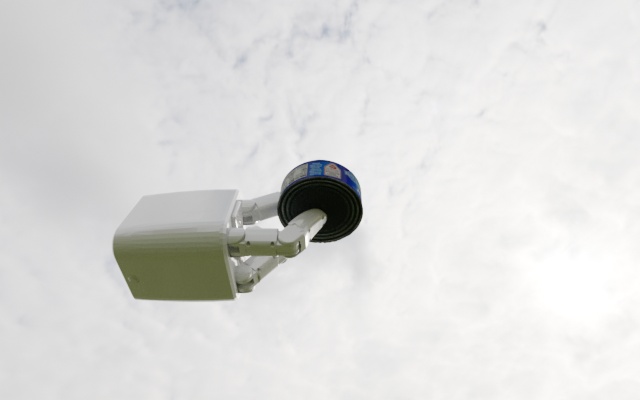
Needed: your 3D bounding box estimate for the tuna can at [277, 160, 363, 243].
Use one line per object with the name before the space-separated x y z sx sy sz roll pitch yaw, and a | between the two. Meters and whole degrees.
tuna can | 0.000 0.001 0.486 0.086 0.086 0.033 0 39 2
